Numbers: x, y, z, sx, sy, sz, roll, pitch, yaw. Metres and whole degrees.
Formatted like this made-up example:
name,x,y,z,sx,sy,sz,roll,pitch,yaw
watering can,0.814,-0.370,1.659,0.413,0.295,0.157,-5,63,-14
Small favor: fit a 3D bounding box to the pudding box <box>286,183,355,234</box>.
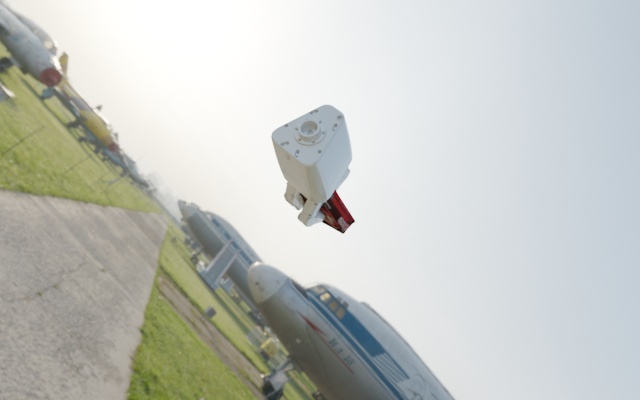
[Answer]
name,x,y,z,sx,sy,sz,roll,pitch,yaw
pudding box,0.000,0.003,0.845,0.039,0.090,0.113,-43,36,-14
